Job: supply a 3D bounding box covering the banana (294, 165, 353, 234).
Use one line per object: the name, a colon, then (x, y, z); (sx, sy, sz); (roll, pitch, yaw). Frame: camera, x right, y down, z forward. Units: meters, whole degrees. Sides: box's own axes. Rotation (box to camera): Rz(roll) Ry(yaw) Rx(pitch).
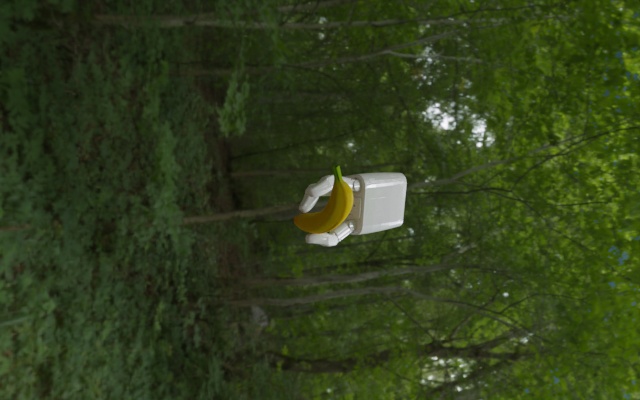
banana: (0.008, 0.017, 0.793); (0.037, 0.069, 0.198); (-11, -22, -30)
